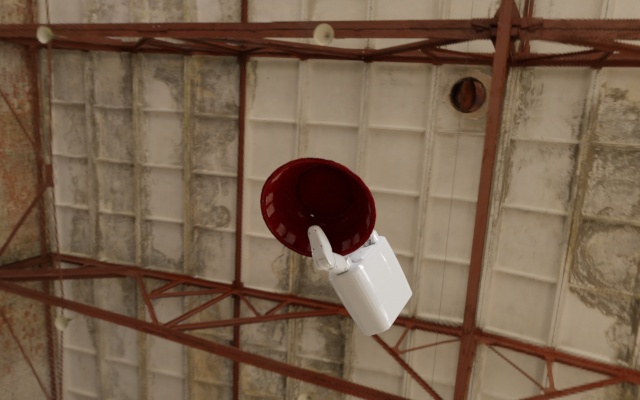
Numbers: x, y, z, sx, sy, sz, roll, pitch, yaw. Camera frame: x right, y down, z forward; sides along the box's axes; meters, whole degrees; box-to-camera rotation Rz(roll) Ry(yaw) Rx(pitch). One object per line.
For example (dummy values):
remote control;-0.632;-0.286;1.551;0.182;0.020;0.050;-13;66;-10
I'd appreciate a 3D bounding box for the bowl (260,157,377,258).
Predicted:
bowl;0.000;0.001;0.669;0.162;0.162;0.055;0;31;13
